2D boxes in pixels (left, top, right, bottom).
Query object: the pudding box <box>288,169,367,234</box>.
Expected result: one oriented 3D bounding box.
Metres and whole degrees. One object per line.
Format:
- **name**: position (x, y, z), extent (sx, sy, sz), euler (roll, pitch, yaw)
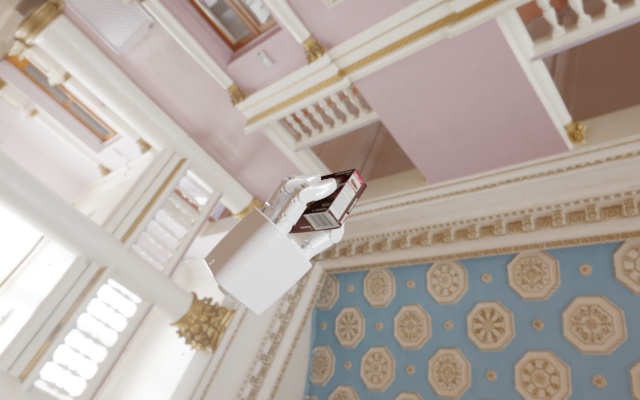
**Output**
- **pudding box**: position (0.000, 0.002, 0.691), extent (0.113, 0.039, 0.090), euler (-7, 38, 44)
